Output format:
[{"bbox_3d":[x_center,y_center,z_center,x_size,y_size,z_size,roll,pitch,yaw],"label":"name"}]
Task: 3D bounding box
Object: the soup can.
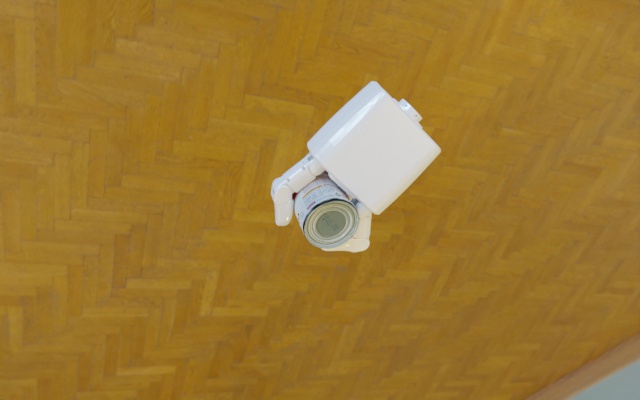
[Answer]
[{"bbox_3d":[0.000,0.002,0.573,0.068,0.068,0.102,0,31,-18],"label":"soup can"}]
